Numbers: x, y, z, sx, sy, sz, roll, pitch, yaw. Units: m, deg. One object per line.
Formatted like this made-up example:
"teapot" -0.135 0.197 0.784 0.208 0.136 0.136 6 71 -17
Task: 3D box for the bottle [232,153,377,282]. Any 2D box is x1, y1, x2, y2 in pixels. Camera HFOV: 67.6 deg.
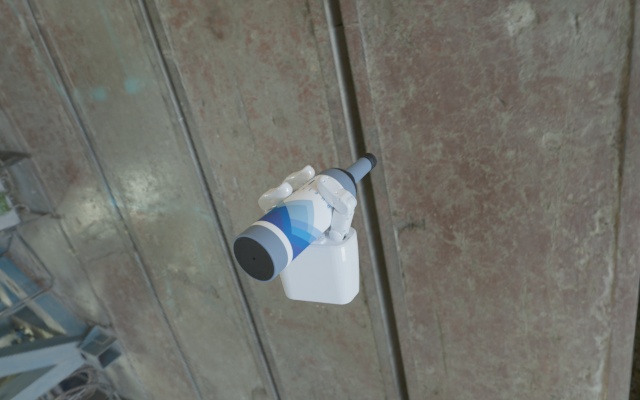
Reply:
"bottle" 0.000 0.002 0.668 0.069 0.069 0.295 0 27 37
